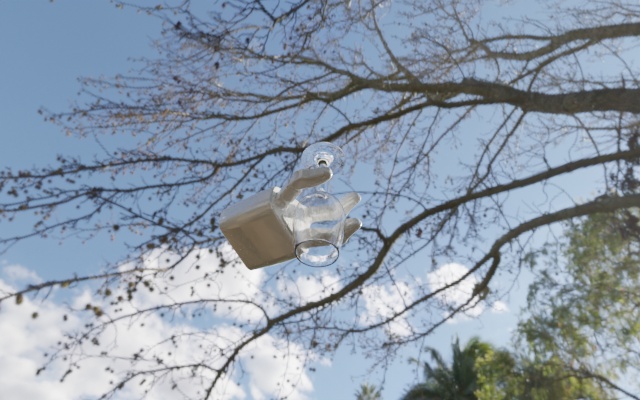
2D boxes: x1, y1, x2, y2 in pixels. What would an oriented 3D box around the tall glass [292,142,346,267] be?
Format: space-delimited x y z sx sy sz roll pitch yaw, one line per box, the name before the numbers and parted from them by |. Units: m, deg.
tall glass | 0.000 0.002 0.719 0.079 0.079 0.200 2 45 2
